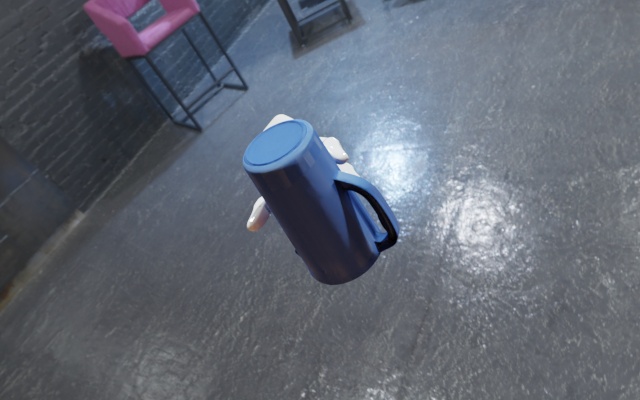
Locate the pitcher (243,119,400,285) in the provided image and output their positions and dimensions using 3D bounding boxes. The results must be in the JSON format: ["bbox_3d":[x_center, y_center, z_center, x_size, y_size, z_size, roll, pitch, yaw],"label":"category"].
[{"bbox_3d":[0.000,0.002,0.701,0.149,0.243,0.145,-37,37,-6],"label":"pitcher"}]
